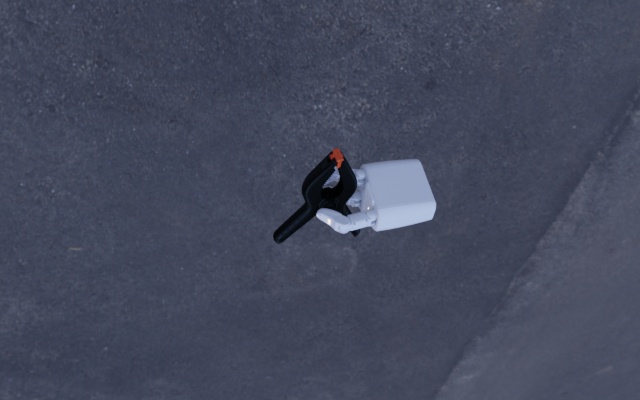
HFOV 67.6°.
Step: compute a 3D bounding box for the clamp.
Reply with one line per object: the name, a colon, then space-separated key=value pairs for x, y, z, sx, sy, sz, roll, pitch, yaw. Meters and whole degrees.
clamp: x=0.001 y=0.003 z=0.810 sx=0.164 sy=0.036 sz=0.210 roll=-9 pitch=-42 yaw=-13
